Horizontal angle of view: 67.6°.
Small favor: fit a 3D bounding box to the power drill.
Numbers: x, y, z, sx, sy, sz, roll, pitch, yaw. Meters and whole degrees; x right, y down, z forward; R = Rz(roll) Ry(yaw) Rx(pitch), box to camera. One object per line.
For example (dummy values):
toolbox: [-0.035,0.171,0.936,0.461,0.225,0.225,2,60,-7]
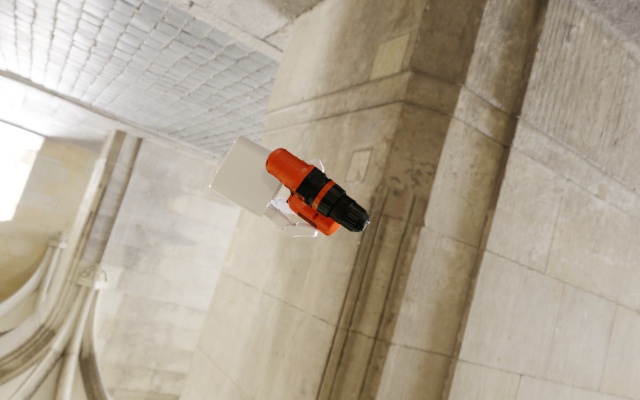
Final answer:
power drill: [0.000,0.003,0.782,0.184,0.057,0.188,38,-11,12]
